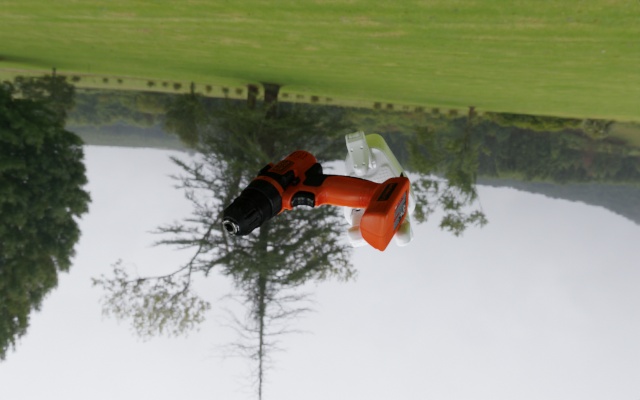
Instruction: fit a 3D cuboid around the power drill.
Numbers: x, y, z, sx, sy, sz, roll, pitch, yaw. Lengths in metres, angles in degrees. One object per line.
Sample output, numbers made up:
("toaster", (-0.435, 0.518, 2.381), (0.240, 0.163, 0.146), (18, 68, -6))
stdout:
("power drill", (0.001, 0.002, 0.572), (0.187, 0.057, 0.184), (15, 36, 22))
